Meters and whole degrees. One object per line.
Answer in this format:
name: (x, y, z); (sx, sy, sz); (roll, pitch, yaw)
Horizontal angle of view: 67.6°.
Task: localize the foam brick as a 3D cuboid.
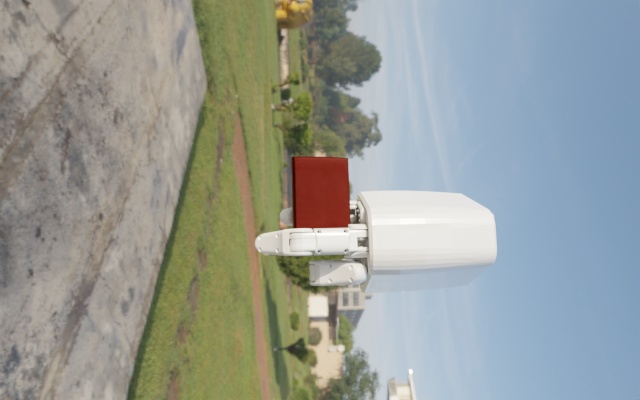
foam brick: (0.000, 0.001, 0.444); (0.051, 0.078, 0.053); (-2, -5, -1)
